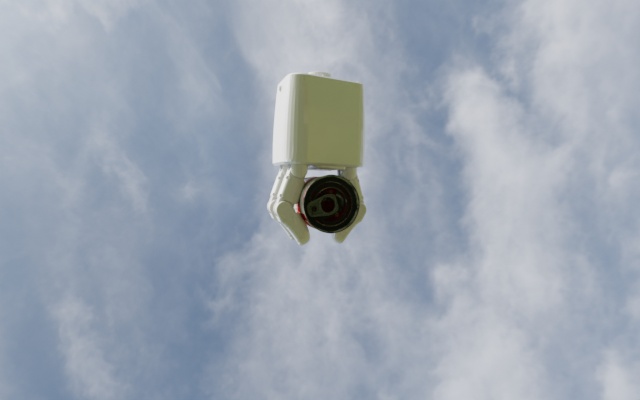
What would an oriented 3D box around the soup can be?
[{"bbox_3d":[0.000,0.002,0.596,0.068,0.068,0.102,0,3,-15],"label":"soup can"}]
